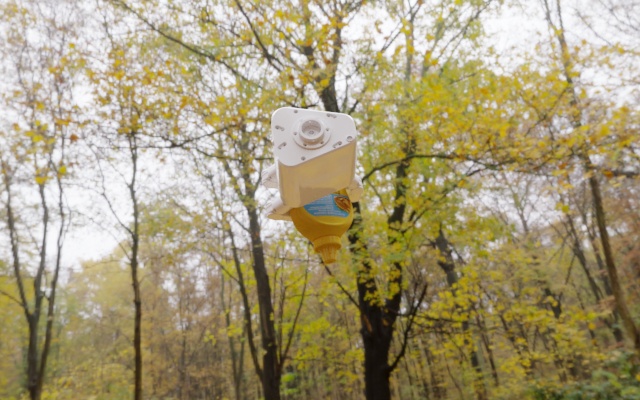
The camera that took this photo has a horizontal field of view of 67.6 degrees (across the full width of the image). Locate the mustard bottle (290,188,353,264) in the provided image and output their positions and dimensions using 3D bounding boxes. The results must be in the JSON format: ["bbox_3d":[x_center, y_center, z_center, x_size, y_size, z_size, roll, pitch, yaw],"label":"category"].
[{"bbox_3d":[0.000,0.002,0.720,0.096,0.191,0.058,4,-29,-26],"label":"mustard bottle"}]
